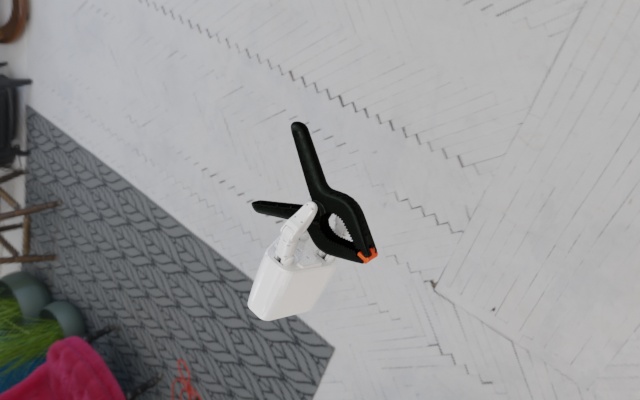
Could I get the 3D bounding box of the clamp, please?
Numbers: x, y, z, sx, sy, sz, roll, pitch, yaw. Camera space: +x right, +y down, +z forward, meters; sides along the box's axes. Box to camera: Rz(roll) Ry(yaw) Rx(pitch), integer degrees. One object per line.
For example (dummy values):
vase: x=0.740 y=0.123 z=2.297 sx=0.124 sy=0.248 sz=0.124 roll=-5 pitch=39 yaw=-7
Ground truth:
clamp: x=0.000 y=0.003 z=0.662 sx=0.210 sy=0.165 sz=0.036 roll=37 pitch=33 yaw=22
